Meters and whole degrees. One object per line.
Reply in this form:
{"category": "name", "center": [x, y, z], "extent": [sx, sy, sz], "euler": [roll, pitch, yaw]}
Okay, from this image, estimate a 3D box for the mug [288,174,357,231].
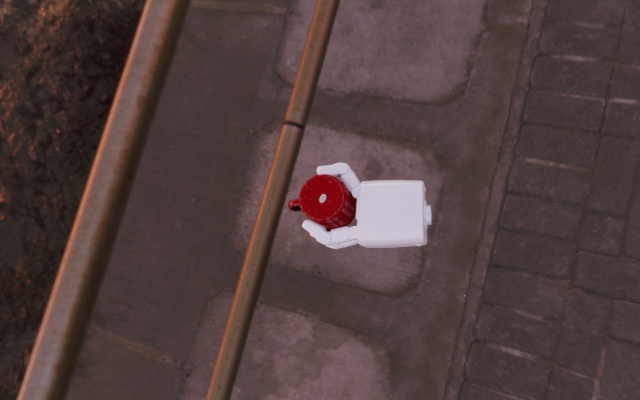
{"category": "mug", "center": [-0.001, 0.003, 0.829], "extent": [0.117, 0.093, 0.081], "euler": [-4, -12, 15]}
